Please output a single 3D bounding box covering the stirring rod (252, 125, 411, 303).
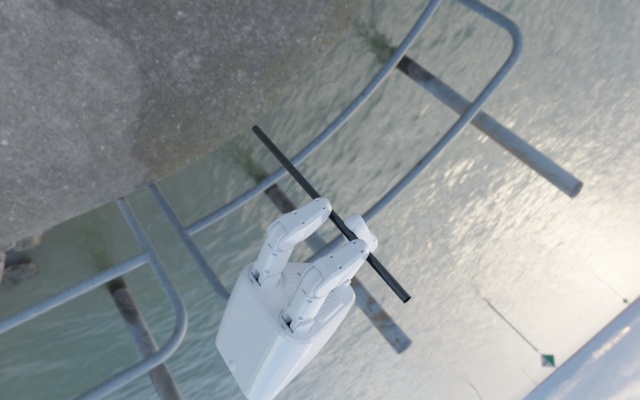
[{"bbox_3d":[0.000,0.001,0.438,0.011,0.011,0.239,0,40,-48],"label":"stirring rod"}]
